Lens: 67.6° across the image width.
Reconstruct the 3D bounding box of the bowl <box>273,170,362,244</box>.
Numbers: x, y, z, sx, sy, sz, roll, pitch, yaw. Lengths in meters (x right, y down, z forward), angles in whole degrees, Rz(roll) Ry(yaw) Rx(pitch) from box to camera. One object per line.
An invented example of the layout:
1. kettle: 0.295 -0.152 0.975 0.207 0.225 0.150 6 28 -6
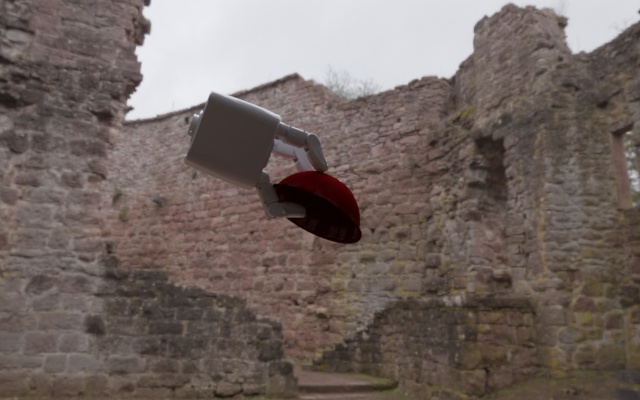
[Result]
1. bowl: 0.001 0.003 0.739 0.162 0.055 0.162 24 -23 11
